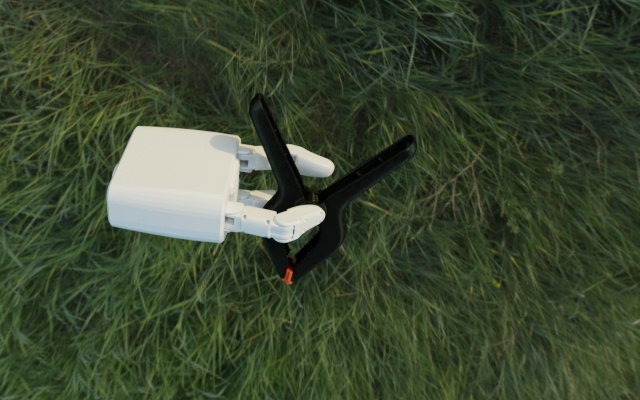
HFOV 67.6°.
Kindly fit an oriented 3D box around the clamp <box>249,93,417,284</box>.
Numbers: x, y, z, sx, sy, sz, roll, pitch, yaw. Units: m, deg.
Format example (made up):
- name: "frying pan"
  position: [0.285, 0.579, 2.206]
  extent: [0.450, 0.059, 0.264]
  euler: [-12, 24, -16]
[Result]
- name: "clamp"
  position: [0.000, 0.002, 0.497]
  extent: [0.164, 0.210, 0.036]
  euler: [9, 31, -3]
